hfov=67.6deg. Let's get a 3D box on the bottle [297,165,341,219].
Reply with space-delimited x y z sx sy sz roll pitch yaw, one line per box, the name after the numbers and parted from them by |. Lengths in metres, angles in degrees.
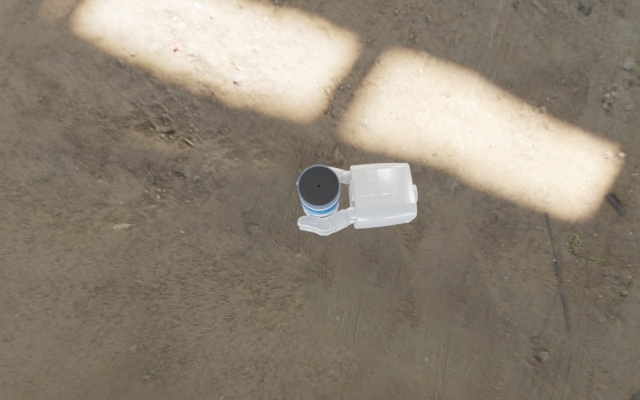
0.000 0.003 0.874 0.069 0.069 0.296 0 -10 1 | bottle
